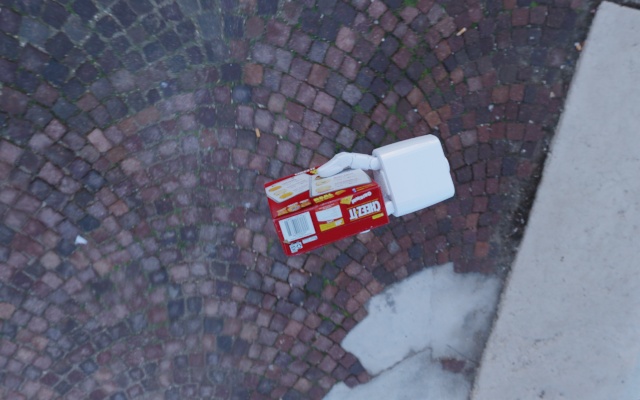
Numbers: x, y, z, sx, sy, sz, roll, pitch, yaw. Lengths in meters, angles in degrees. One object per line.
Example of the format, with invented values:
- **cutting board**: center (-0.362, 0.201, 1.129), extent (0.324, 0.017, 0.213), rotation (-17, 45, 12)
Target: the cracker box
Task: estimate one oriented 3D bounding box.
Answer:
- **cracker box**: center (0.000, 0.002, 0.784), extent (0.164, 0.072, 0.213), rotation (-19, 18, -5)
